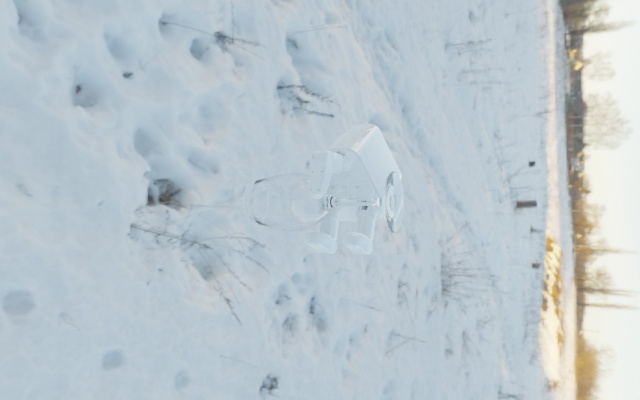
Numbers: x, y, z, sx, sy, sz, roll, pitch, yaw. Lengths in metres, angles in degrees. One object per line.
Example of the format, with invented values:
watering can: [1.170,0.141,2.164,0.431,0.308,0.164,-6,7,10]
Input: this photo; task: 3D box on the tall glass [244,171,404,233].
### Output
tall glass: [0.001,0.002,0.617,0.201,0.079,0.079,0,0,26]
